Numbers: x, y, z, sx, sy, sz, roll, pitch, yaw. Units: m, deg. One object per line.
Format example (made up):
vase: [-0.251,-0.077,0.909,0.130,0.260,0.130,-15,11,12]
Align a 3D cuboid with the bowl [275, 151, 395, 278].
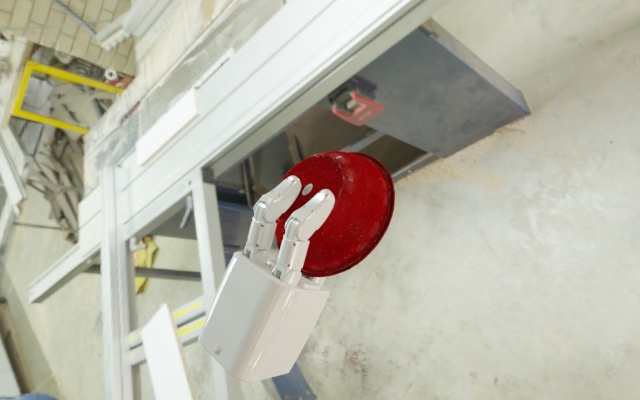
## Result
bowl: [0.000,0.000,0.540,0.162,0.162,0.055,0,-27,37]
